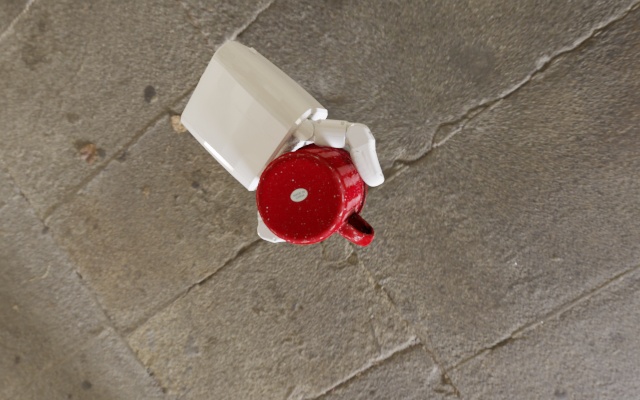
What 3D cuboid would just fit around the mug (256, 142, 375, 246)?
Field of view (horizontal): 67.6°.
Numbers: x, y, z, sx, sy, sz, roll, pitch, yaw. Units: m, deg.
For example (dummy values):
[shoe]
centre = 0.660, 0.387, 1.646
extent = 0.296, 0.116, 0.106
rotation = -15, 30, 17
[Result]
[mug]
centre = 0.001, 0.002, 0.438
extent = 0.117, 0.093, 0.081
rotation = 42, 15, 5
